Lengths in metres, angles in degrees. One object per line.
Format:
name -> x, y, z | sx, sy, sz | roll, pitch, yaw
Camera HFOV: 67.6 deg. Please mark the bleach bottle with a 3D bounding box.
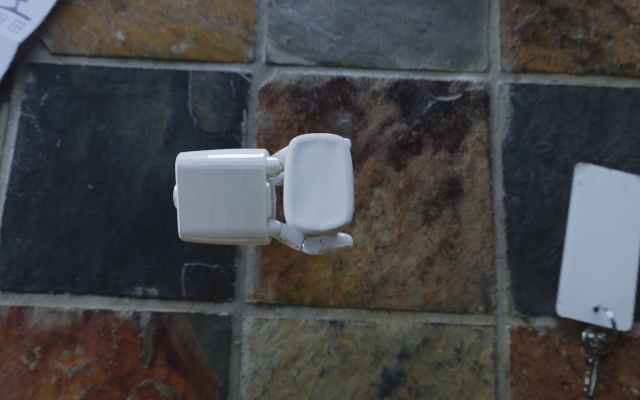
bleach bottle -> 0.000, 0.002, 0.575 | 0.068, 0.102, 0.251 | 0, -10, 1
